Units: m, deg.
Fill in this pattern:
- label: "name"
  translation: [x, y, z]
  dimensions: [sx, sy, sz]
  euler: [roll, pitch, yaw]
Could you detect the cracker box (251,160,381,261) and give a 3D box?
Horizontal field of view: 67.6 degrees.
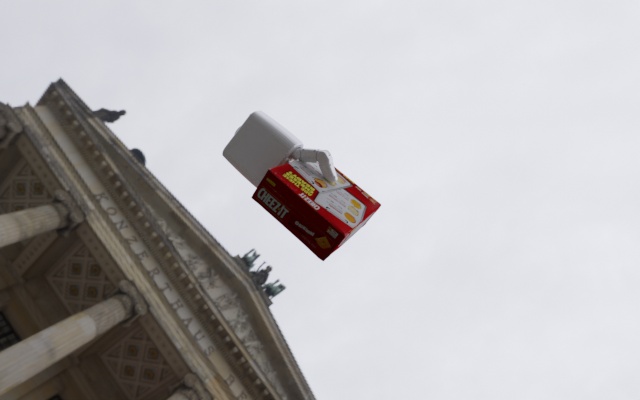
- label: "cracker box"
  translation: [0.000, 0.003, 0.850]
  dimensions: [0.164, 0.072, 0.213]
  euler: [40, 24, 9]
